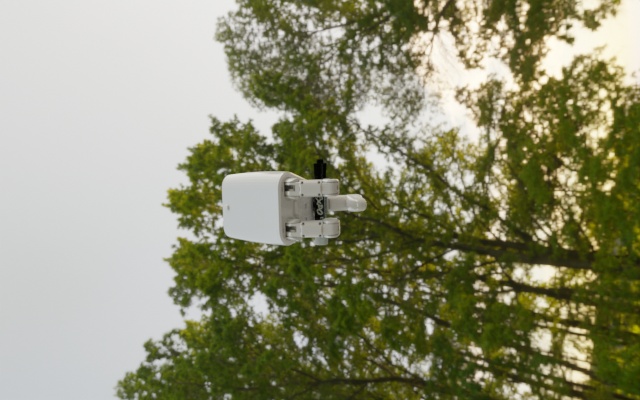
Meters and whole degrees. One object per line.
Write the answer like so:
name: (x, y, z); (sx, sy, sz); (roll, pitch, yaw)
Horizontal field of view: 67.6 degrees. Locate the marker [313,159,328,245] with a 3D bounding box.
marker: (0.000, 0.002, 0.676); (0.020, 0.121, 0.020); (-1, 5, 0)
